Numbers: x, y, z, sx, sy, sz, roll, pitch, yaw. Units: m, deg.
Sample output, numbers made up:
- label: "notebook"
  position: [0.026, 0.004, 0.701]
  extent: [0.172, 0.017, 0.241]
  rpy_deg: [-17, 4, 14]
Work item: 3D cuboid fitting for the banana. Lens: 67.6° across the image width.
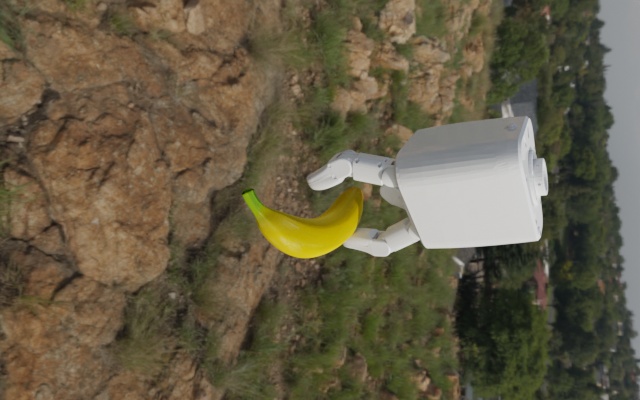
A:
- label: "banana"
  position: [0.000, 0.020, 0.481]
  extent: [0.037, 0.069, 0.198]
  rpy_deg: [-5, -2, 31]
